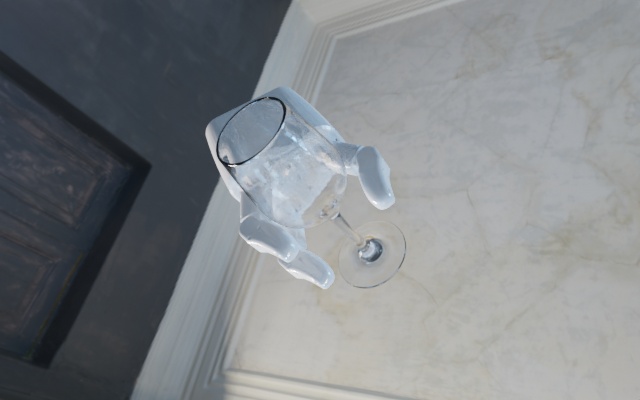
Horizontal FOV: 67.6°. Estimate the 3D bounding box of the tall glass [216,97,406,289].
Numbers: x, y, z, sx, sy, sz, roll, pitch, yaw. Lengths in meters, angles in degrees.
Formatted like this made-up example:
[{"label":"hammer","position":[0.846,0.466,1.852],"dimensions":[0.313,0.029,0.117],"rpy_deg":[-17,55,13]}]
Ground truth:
[{"label":"tall glass","position":[0.001,0.002,0.407],"dimensions":[0.079,0.079,0.201],"rpy_deg":[0,-31,36]}]
